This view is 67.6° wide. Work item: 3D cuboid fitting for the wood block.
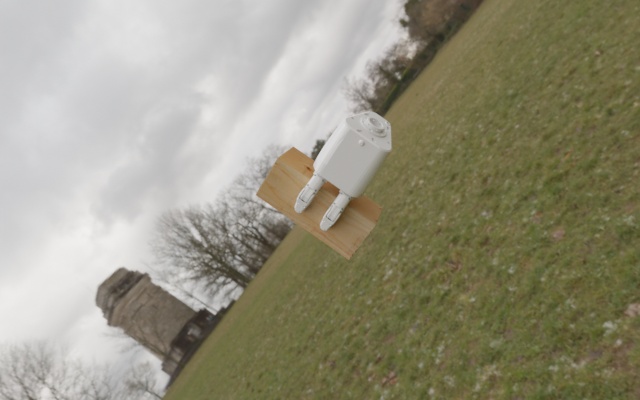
[{"bbox_3d":[0.000,0.002,0.880,0.206,0.090,0.090,35,26,2],"label":"wood block"}]
